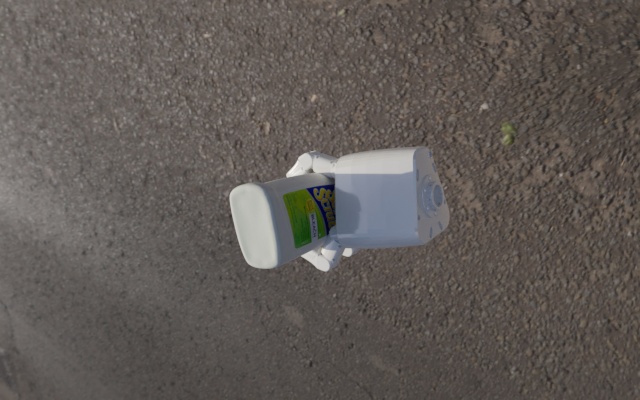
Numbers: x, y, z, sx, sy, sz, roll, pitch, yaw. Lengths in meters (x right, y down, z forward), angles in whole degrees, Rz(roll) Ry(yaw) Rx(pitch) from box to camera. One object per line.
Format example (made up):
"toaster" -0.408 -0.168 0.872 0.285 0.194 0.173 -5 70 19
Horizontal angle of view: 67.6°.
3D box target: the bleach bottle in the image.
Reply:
"bleach bottle" 0.000 0.002 0.624 0.068 0.102 0.251 -4 12 38
